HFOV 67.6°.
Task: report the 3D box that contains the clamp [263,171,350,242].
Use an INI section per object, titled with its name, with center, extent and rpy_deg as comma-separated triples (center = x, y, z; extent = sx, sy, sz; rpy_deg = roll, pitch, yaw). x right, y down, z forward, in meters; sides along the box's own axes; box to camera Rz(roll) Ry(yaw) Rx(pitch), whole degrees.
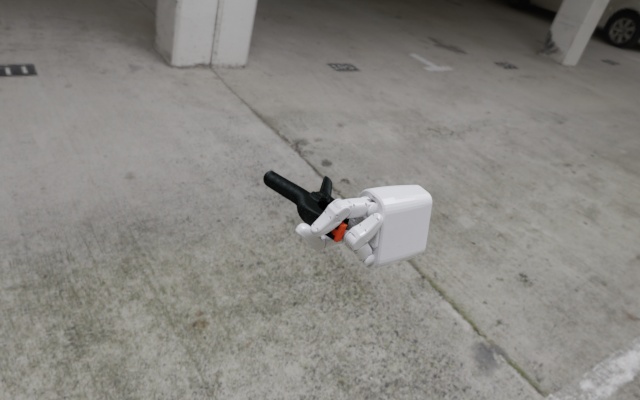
[clamp]
center = 0.000, 0.002, 0.725
extent = 0.120, 0.039, 0.171
rpy_deg = -8, 38, -35
